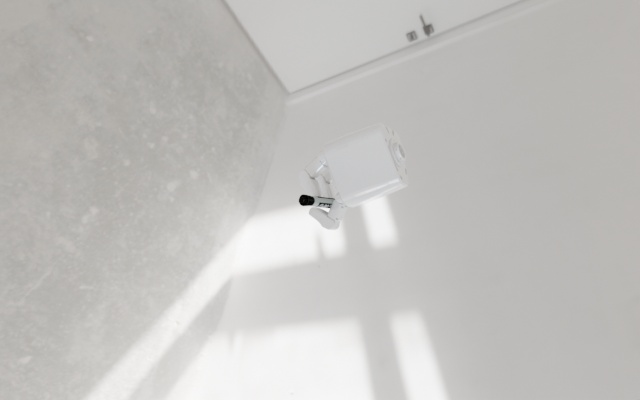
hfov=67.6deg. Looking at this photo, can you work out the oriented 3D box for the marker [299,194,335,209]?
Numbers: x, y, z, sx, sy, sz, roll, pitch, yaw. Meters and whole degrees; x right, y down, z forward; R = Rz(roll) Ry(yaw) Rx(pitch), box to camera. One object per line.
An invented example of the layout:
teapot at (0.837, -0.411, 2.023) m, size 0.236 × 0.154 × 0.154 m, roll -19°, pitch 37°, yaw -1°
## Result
marker at (0.000, 0.003, 0.792) m, size 0.020 × 0.020 × 0.121 m, roll 0°, pitch -4°, yaw 29°
